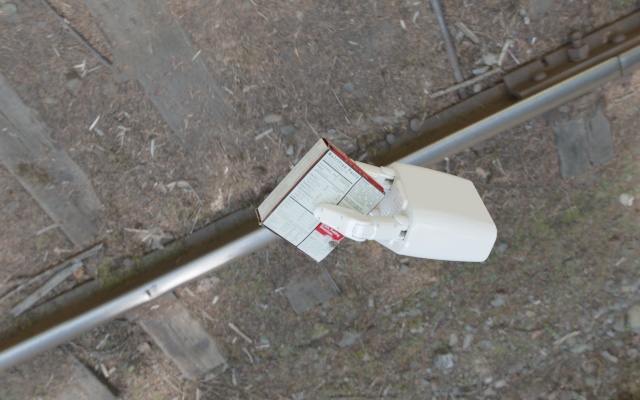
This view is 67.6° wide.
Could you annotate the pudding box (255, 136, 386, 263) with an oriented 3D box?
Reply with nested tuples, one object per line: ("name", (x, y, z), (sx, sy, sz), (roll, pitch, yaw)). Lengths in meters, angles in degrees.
("pudding box", (0.000, 0.002, 0.516), (0.090, 0.113, 0.039), (38, 11, -26))
